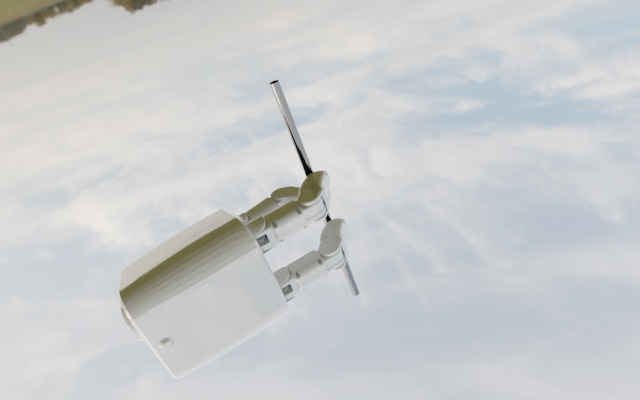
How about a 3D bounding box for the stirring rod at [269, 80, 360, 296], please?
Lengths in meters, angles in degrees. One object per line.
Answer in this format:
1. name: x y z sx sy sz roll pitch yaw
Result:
1. stirring rod: 0.000 0.001 0.446 0.011 0.240 0.011 -16 31 10
